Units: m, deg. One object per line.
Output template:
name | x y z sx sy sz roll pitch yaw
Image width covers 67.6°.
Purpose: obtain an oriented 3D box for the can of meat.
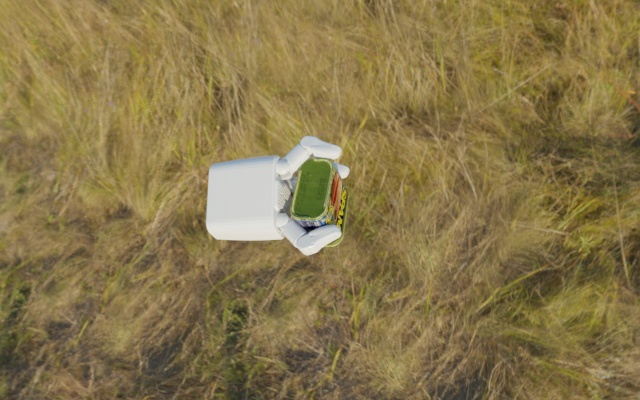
can of meat | 0.000 0.002 0.676 0.057 0.102 0.084 0 -29 19
